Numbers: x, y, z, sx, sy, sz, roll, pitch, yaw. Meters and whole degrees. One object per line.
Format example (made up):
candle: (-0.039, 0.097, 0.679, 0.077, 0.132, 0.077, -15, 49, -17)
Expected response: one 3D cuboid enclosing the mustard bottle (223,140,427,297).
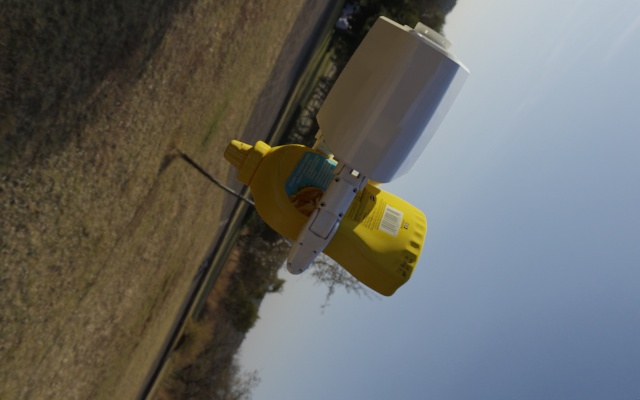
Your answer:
mustard bottle: (0.000, 0.002, 0.431, 0.191, 0.096, 0.058, 31, -45, -4)
